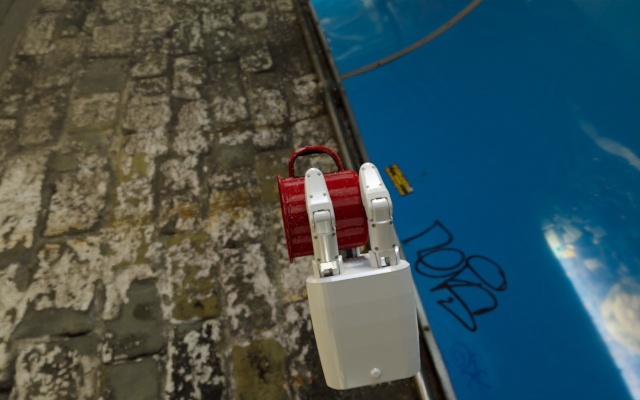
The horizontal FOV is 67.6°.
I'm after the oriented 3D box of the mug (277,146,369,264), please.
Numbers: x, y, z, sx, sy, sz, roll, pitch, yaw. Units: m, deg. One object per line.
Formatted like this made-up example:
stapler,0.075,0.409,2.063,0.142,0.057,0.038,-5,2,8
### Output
mug,0.000,0.000,0.495,0.081,0.117,0.093,-9,3,-6
